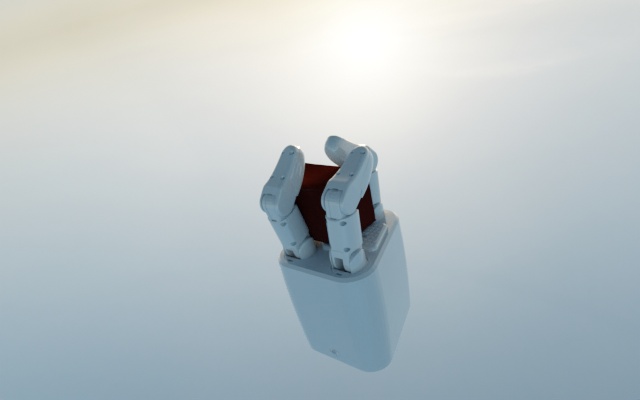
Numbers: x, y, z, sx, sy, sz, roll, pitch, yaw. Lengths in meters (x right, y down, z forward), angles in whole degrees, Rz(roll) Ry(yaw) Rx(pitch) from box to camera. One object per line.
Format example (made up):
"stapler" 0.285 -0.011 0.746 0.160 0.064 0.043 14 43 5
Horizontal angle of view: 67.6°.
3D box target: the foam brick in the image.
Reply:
"foam brick" 0.000 0.001 0.425 0.078 0.051 0.053 10 33 40
